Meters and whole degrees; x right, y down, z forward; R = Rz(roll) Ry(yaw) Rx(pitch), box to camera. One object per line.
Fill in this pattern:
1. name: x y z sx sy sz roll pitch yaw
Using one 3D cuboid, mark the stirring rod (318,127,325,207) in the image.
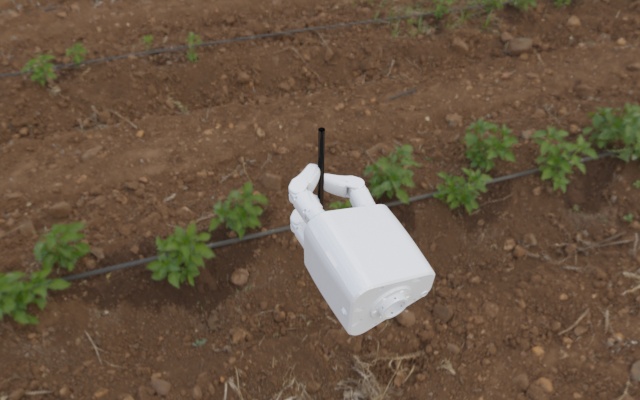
1. stirring rod: 0.000 0.002 0.627 0.011 0.011 0.240 0 -43 -1
